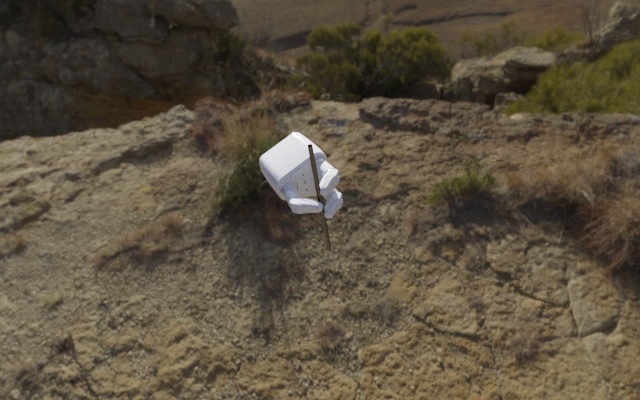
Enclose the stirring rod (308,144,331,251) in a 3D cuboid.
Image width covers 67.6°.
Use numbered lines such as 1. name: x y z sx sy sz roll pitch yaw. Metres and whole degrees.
1. stirring rod: 0.000 0.003 0.848 0.011 0.240 0.011 -6 39 5
